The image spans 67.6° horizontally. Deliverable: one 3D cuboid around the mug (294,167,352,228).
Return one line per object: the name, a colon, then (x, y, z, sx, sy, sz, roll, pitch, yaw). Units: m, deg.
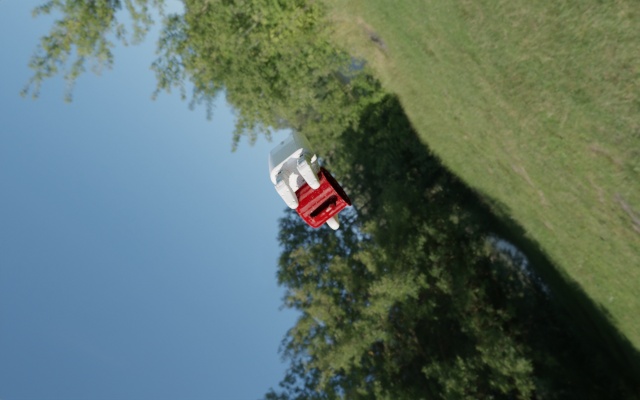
mug: (0.000, 0.004, 0.884, 0.081, 0.093, 0.117, -38, 27, 11)
